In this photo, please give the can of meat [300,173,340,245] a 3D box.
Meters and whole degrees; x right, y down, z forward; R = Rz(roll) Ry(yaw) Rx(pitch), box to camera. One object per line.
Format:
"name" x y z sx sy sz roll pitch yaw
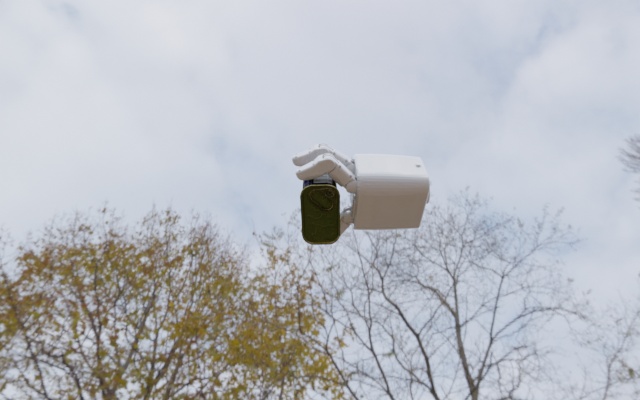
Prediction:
"can of meat" 0.000 0.002 0.730 0.057 0.102 0.084 -1 30 1
